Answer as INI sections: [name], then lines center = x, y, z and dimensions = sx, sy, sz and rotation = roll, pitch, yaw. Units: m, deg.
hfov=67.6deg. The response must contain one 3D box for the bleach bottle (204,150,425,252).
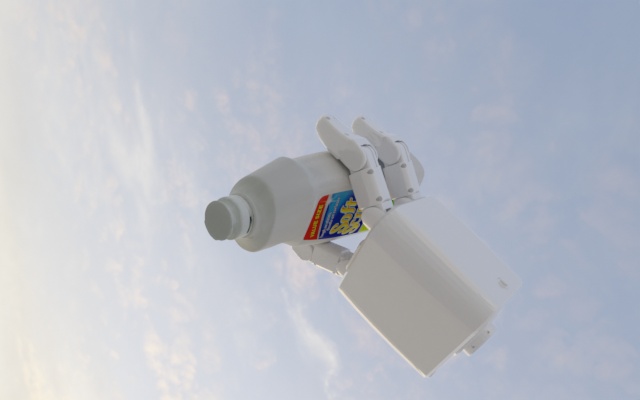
[bleach bottle]
center = 0.000, 0.001, 0.427
dimensions = 0.068, 0.103, 0.251
rotation = 46, 32, 21
